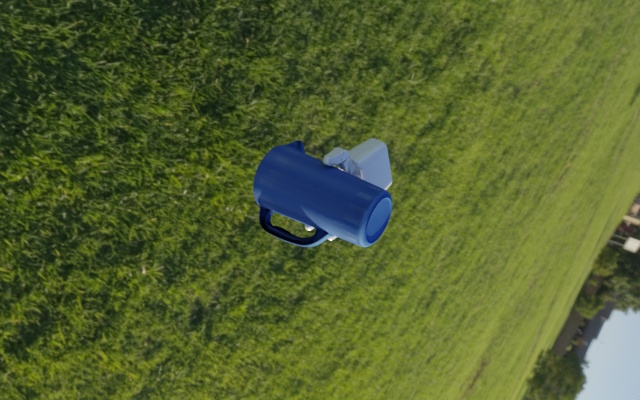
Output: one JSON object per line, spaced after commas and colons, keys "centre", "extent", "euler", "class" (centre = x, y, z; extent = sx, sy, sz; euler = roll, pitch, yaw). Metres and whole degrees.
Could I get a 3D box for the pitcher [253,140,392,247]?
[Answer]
{"centre": [0.000, 0.003, 0.885], "extent": [0.243, 0.149, 0.145], "euler": [24, 41, 29], "class": "pitcher"}
